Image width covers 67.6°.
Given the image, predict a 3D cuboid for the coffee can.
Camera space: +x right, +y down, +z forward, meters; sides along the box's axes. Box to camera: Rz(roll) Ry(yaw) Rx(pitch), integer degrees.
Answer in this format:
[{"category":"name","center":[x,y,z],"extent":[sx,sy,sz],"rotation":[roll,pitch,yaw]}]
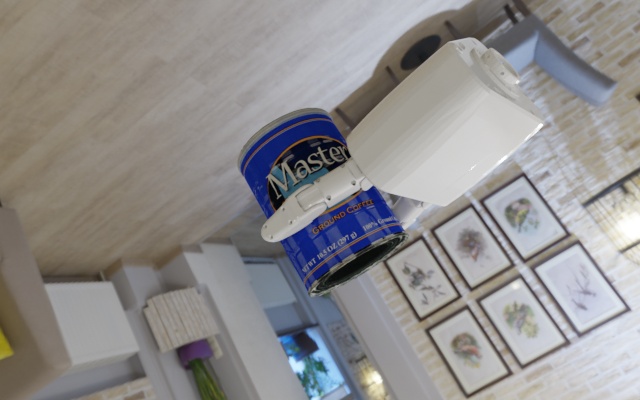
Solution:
[{"category":"coffee can","center":[0.000,0.001,0.440],"extent":[0.103,0.140,0.103],"rotation":[-28,-18,-10]}]
